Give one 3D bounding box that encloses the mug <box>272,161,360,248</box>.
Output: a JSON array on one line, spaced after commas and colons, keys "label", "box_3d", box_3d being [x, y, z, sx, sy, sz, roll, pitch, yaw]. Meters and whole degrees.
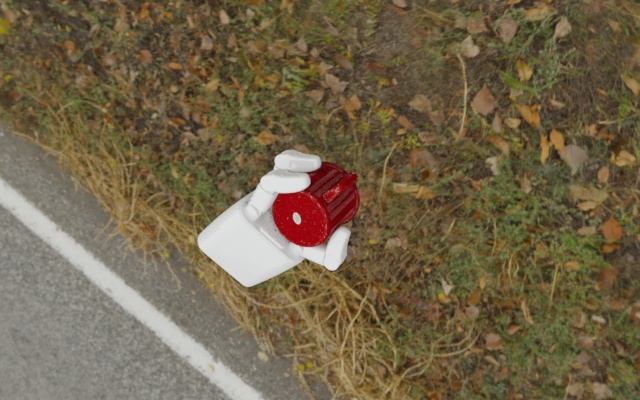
[{"label": "mug", "box_3d": [0.001, 0.001, 0.597, 0.117, 0.093, 0.081, -33, 5, 37]}]
